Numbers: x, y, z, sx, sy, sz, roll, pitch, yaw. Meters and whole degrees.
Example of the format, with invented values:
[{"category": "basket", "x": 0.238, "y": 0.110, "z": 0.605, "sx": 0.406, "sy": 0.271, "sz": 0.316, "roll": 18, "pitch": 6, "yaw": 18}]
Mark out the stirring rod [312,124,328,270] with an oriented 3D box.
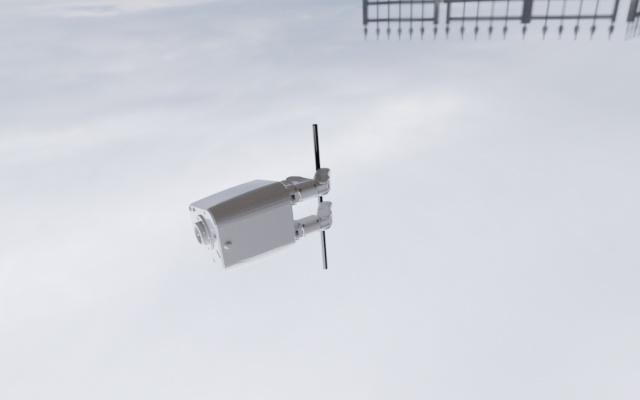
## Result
[{"category": "stirring rod", "x": 0.000, "y": 0.002, "z": 0.712, "sx": 0.011, "sy": 0.240, "sz": 0.011, "roll": -3, "pitch": 27, "yaw": 2}]
